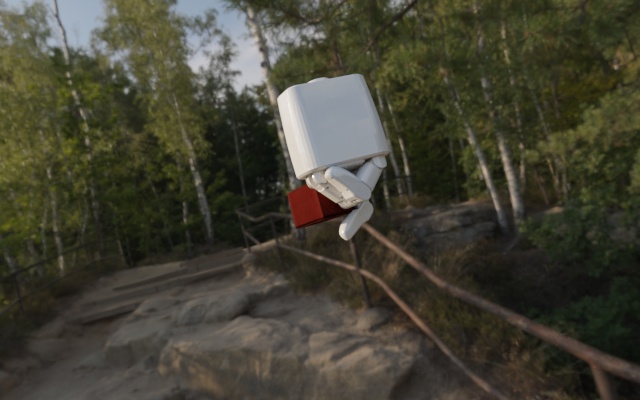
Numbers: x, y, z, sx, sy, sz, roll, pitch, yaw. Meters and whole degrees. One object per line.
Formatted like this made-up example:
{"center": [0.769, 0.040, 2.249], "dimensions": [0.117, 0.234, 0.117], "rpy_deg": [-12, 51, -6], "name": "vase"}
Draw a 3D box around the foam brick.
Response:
{"center": [0.000, 0.002, 0.638], "dimensions": [0.053, 0.051, 0.078], "rpy_deg": [-13, -5, -33], "name": "foam brick"}
